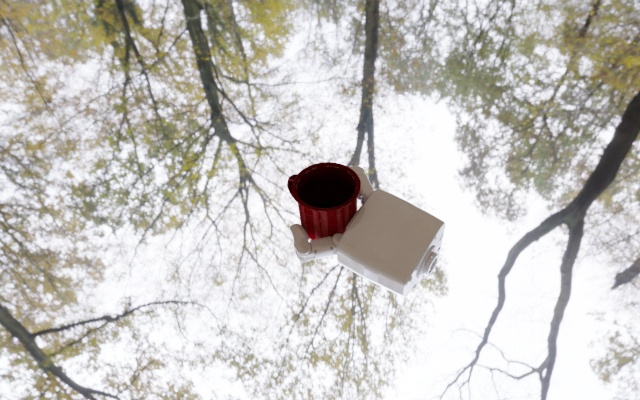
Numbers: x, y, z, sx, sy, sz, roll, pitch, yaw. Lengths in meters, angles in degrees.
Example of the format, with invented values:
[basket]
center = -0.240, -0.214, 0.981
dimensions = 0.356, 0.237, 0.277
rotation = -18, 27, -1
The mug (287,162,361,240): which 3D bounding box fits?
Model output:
[mug]
center = -0.001, 0.002, 0.672
dimensions = 0.117, 0.082, 0.093
rotation = 25, 54, 25
